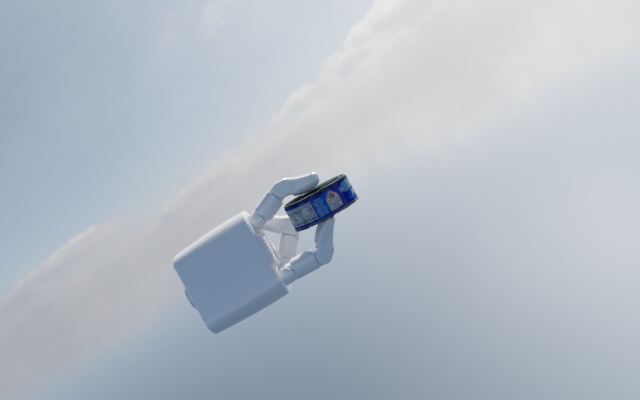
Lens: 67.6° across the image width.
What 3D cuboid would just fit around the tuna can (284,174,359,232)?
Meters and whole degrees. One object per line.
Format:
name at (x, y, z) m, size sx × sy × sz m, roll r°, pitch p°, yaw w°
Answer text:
tuna can at (0.000, 0.001, 0.569) m, size 0.086 × 0.034 × 0.086 m, roll -28°, pitch 6°, yaw 3°
